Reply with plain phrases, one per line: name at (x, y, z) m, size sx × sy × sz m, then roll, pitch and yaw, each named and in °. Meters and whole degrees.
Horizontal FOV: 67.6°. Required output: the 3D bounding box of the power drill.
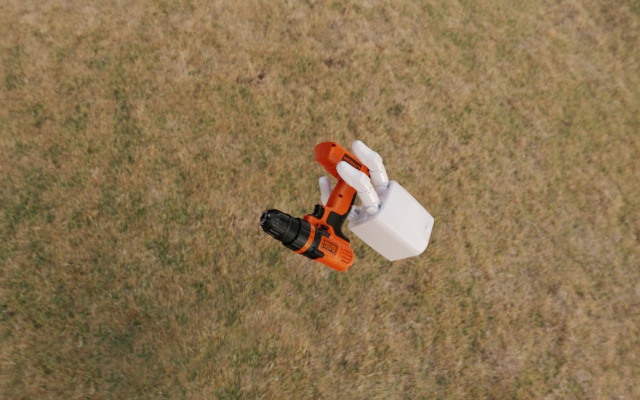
power drill at (0.000, 0.002, 0.776) m, size 0.184 × 0.187 × 0.057 m, roll 32°, pitch -21°, yaw -35°
